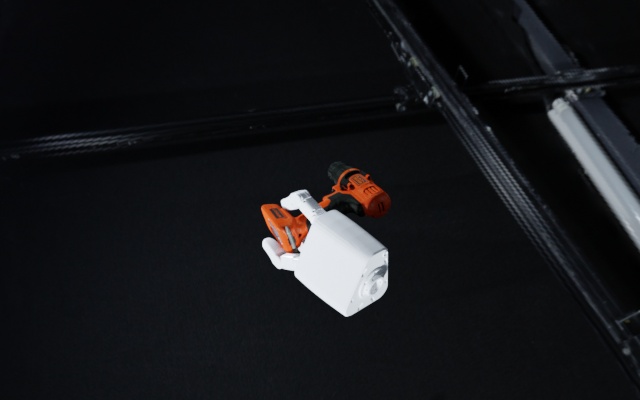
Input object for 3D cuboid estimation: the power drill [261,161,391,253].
[{"bbox_3d":[0.000,0.003,0.800,0.187,0.057,0.184,-26,29,-12],"label":"power drill"}]
